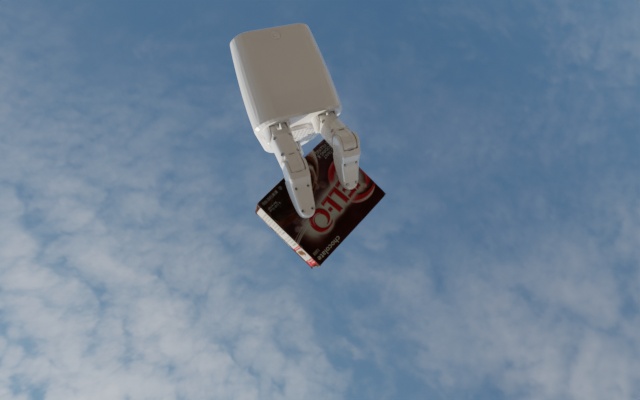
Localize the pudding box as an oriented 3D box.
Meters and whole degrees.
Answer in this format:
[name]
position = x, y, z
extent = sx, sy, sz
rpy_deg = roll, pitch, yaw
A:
[pudding box]
position = 0.000, 0.002, 0.508
extent = 0.113, 0.090, 0.039
rpy_deg = -46, 0, -18
